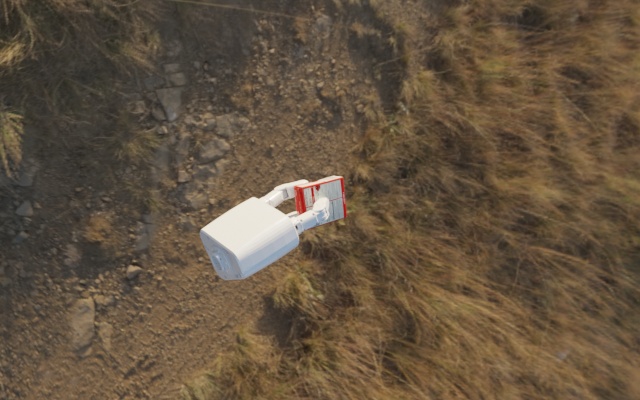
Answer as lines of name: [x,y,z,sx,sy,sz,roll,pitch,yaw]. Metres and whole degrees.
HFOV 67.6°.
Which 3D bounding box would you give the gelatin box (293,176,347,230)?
gelatin box: [0.001,0.003,0.812,0.089,0.073,0.030,-16,17,-33]
